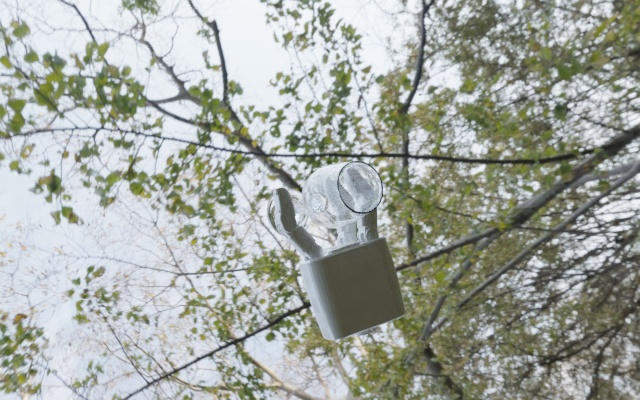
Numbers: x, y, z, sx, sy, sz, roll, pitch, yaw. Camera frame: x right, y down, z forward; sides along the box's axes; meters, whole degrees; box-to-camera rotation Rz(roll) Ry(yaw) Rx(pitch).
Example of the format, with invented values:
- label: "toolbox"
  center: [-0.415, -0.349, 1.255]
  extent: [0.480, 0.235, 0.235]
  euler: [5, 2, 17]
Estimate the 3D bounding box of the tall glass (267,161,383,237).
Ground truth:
- label: "tall glass"
  center: [0.000, 0.002, 0.623]
  extent: [0.079, 0.079, 0.201]
  euler: [0, -10, -27]
